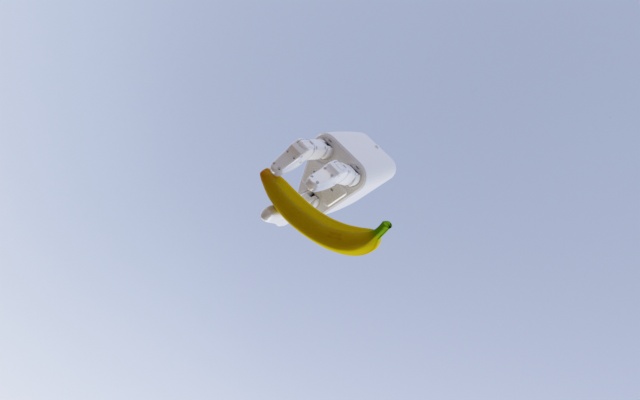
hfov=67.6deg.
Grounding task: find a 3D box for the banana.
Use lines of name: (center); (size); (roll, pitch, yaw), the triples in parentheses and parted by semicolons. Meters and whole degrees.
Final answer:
banana: (-0.001, 0.020, 0.581); (0.197, 0.070, 0.037); (23, 23, 31)
